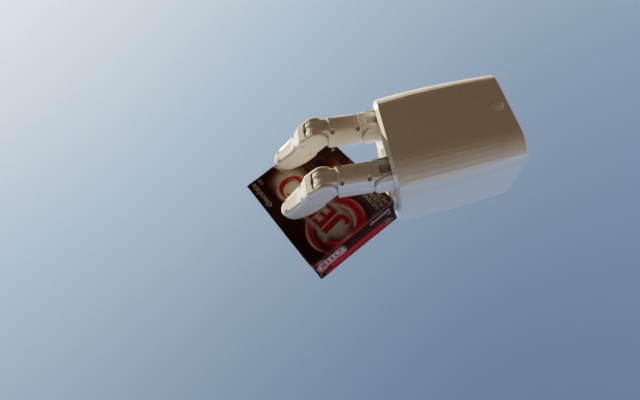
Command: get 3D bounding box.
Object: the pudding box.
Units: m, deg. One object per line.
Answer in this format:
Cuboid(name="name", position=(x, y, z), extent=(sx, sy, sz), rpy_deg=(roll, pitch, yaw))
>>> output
Cuboid(name="pudding box", position=(0.000, 0.001, 0.439), extent=(0.113, 0.090, 0.039), rpy_deg=(47, -9, 34))
